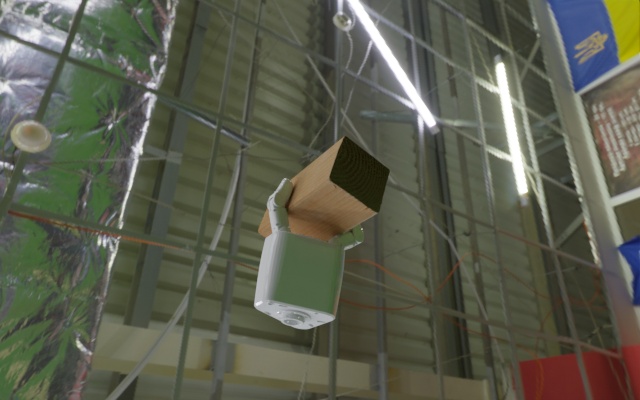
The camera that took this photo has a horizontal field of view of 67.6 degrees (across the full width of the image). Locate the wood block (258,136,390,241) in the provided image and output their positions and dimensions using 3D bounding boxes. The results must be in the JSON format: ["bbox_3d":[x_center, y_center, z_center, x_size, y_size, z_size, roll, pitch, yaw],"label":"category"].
[{"bbox_3d":[0.000,0.003,0.741,0.091,0.090,0.206,35,-40,-18],"label":"wood block"}]
